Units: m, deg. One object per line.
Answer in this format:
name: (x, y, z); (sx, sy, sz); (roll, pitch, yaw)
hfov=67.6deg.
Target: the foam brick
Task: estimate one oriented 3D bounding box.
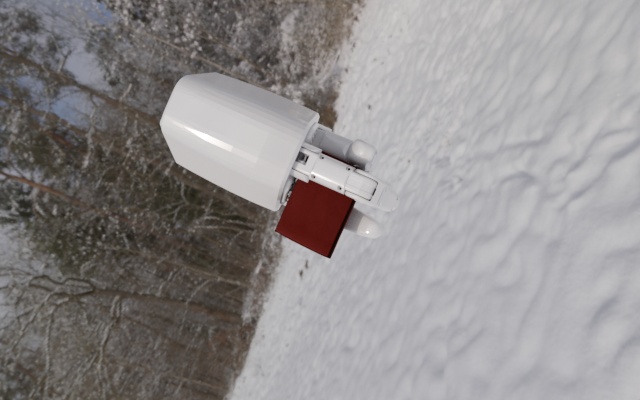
foam brick: (0.000, 0.002, 0.409); (0.051, 0.078, 0.053); (24, 0, -2)
